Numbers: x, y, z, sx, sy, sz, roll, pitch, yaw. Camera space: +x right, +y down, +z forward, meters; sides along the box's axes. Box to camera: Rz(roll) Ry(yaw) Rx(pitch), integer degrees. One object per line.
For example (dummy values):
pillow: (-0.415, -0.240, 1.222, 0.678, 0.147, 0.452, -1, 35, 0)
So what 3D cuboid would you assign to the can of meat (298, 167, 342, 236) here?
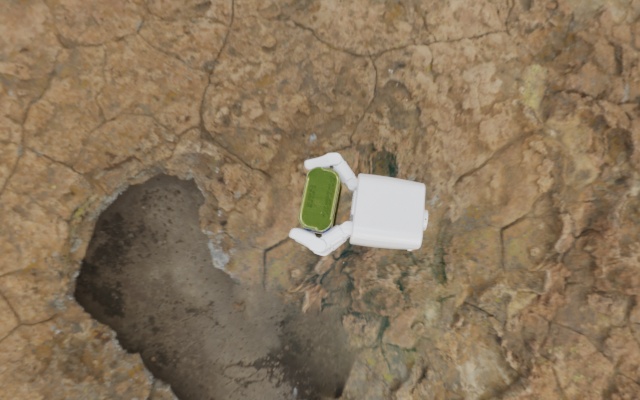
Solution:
can of meat: (0.000, 0.002, 0.751, 0.057, 0.102, 0.084, 10, -7, 3)
